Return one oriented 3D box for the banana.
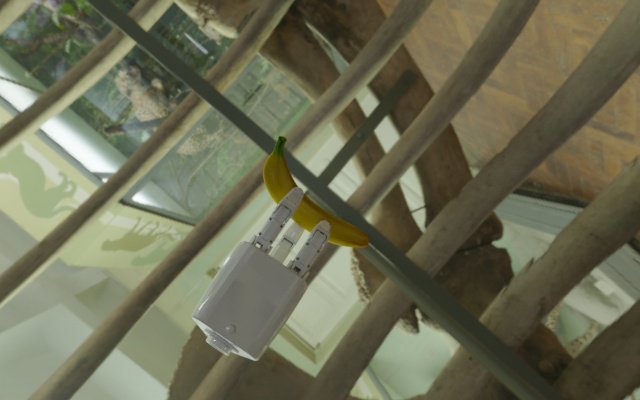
[{"bbox_3d":[-0.016,0.006,0.648,0.070,0.198,0.037,-26,26,35],"label":"banana"}]
